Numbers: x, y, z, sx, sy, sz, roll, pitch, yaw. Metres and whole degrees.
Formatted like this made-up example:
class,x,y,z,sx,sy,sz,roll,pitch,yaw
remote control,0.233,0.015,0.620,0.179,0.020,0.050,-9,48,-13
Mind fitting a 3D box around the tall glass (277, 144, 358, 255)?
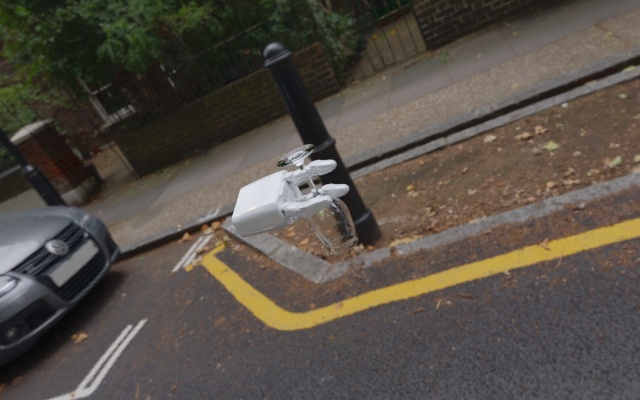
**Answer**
class,x,y,z,sx,sy,sz,roll,pitch,yaw
tall glass,0.000,0.002,0.866,0.079,0.201,0.079,-24,22,10
